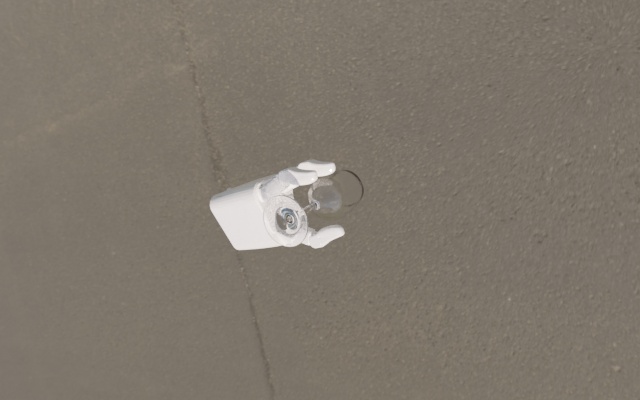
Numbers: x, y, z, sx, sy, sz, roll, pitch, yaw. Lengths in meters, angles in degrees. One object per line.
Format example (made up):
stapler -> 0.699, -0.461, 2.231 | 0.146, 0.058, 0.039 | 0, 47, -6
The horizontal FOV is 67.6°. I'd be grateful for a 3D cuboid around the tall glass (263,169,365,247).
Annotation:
tall glass -> 0.000, 0.003, 0.736 | 0.079, 0.079, 0.201 | 0, 15, 31
